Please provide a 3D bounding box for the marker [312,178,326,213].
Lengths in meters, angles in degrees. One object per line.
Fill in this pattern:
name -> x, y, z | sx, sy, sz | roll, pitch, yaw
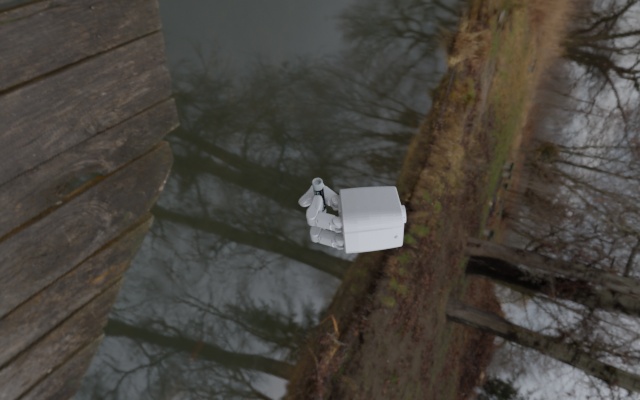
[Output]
marker -> 0.000, 0.003, 0.897 | 0.020, 0.020, 0.121 | 0, -38, 7
